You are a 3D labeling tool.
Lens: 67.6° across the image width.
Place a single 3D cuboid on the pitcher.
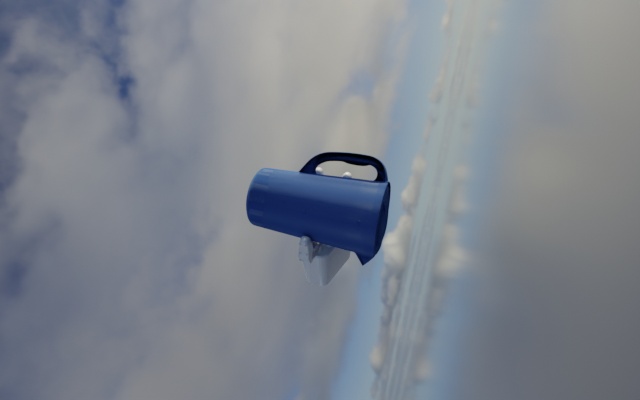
[{"bbox_3d":[0.000,0.003,0.844,0.243,0.149,0.145,11,-41,14],"label":"pitcher"}]
